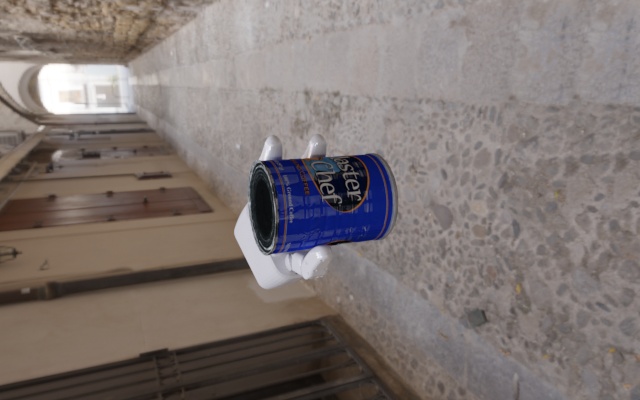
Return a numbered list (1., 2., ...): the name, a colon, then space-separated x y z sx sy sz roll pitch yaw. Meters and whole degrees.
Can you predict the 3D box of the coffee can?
1. coffee can: 0.000 0.002 0.533 0.140 0.103 0.103 -6 2 -23
